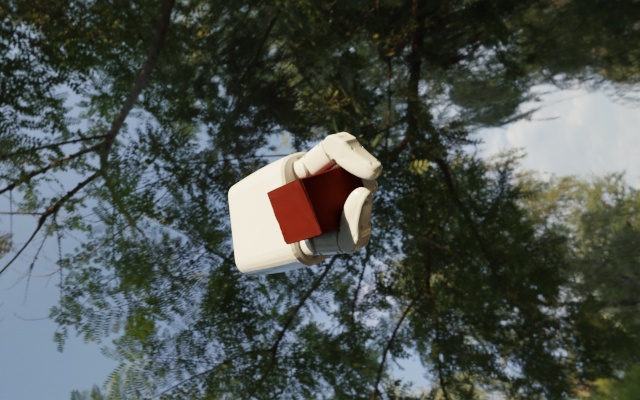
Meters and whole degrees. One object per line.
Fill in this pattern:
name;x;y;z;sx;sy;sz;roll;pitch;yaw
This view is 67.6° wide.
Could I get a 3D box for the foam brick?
foam brick;0.000;0.001;0.443;0.051;0.053;0.078;-19;2;44
